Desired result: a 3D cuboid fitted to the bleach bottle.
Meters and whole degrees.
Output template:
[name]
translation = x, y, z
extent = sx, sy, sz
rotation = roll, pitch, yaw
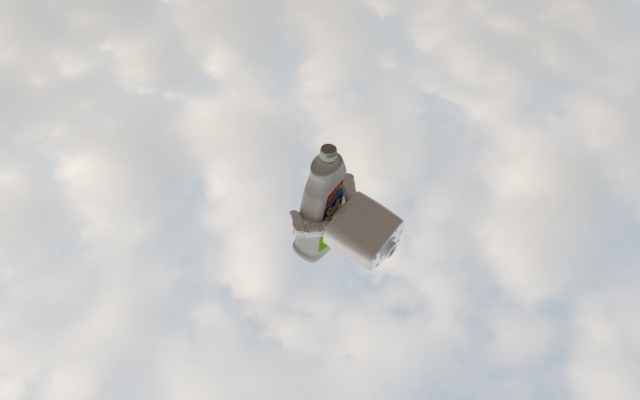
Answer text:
[bleach bottle]
translation = 0.000, 0.003, 0.894
extent = 0.068, 0.251, 0.102
rotation = 33, 52, 24
